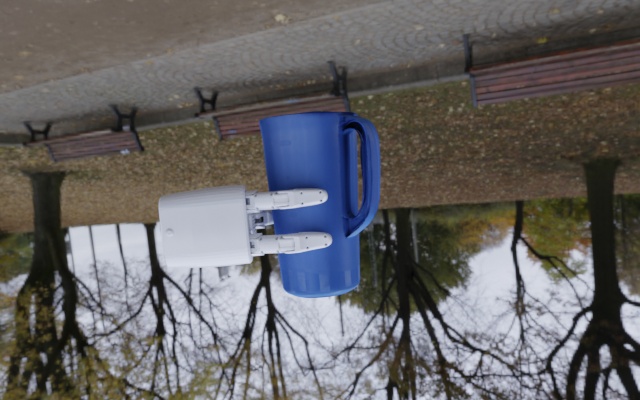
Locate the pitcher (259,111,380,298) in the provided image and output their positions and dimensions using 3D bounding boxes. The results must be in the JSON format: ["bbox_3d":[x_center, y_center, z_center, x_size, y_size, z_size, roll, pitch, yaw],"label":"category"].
[{"bbox_3d":[0.000,0.002,0.644,0.145,0.243,0.149,-5,4,-5],"label":"pitcher"}]
